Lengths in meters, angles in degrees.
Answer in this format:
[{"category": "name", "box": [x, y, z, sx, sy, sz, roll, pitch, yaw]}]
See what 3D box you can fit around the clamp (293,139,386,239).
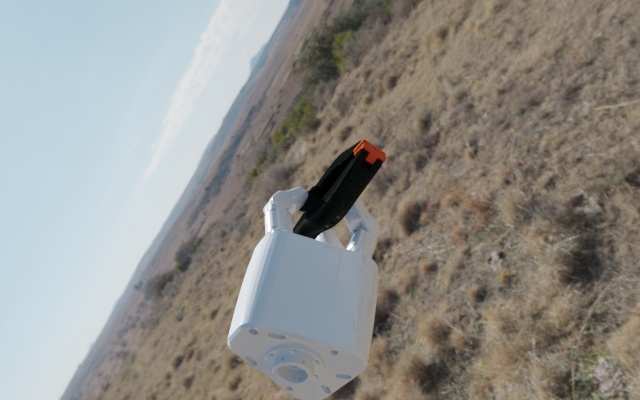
[{"category": "clamp", "box": [0.000, 0.001, 0.532, 0.036, 0.210, 0.164, 31, 37, -13]}]
